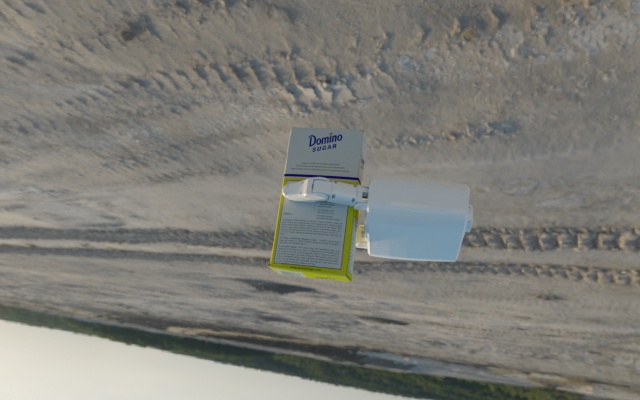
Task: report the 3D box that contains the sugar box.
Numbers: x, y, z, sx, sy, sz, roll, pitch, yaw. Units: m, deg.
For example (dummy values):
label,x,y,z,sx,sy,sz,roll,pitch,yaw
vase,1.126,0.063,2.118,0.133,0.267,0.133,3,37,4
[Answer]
label,x,y,z,sx,sy,sz,roll,pitch,yaw
sugar box,0.000,0.002,0.567,0.093,0.176,0.048,5,-19,14
